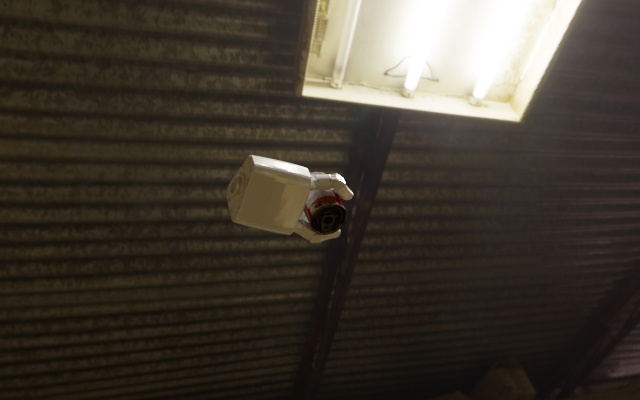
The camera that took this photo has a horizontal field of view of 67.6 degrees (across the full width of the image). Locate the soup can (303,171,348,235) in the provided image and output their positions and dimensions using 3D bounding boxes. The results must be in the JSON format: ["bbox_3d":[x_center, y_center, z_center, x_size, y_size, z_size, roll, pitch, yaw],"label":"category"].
[{"bbox_3d":[0.001,0.003,0.851,0.068,0.068,0.102,0,38,-21],"label":"soup can"}]
